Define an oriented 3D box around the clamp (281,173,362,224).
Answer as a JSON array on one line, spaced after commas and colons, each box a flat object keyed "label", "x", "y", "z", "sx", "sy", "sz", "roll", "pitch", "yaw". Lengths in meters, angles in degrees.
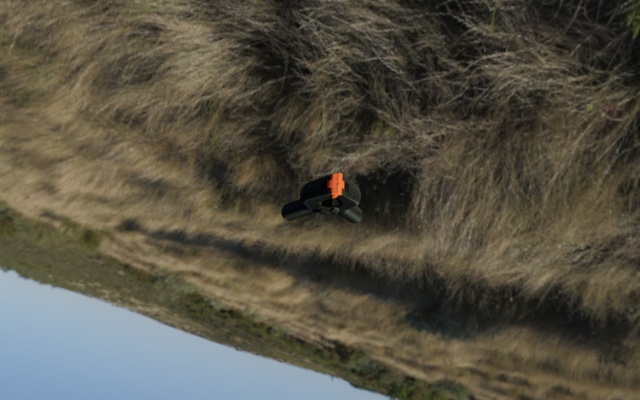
[{"label": "clamp", "x": 0.000, "y": 0.003, "z": 0.651, "sx": 0.120, "sy": 0.039, "sz": 0.171, "roll": -5, "pitch": -18, "yaw": 1}]
